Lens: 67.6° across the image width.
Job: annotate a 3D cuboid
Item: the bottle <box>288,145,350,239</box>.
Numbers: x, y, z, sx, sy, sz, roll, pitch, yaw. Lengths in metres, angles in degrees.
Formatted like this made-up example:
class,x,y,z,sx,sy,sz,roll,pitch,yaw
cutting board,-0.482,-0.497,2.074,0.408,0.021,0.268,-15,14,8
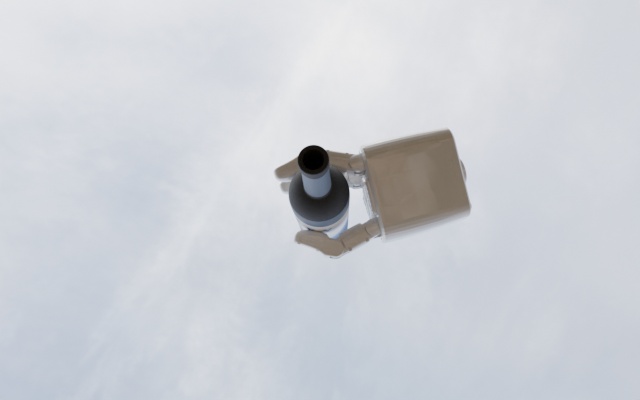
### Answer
class,x,y,z,sx,sy,sz,roll,pitch,yaw
bottle,0.000,0.002,0.550,0.069,0.069,0.296,0,-15,3
